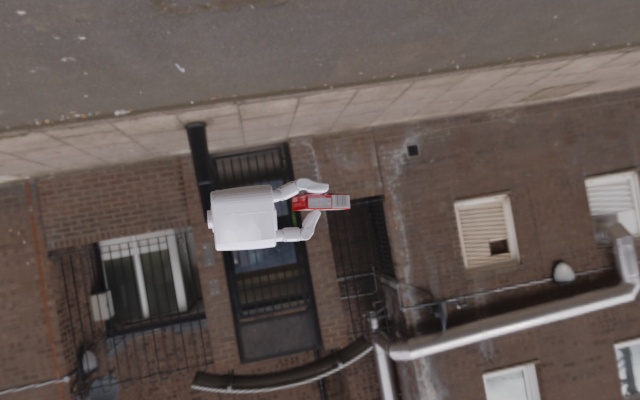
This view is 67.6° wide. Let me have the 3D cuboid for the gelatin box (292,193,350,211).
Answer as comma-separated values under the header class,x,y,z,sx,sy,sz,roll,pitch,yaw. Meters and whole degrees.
class,x,y,z,sx,sy,sz,roll,pitch,yaw
gelatin box,0.000,0.003,0.885,0.089,0.030,0.073,0,-2,-23
